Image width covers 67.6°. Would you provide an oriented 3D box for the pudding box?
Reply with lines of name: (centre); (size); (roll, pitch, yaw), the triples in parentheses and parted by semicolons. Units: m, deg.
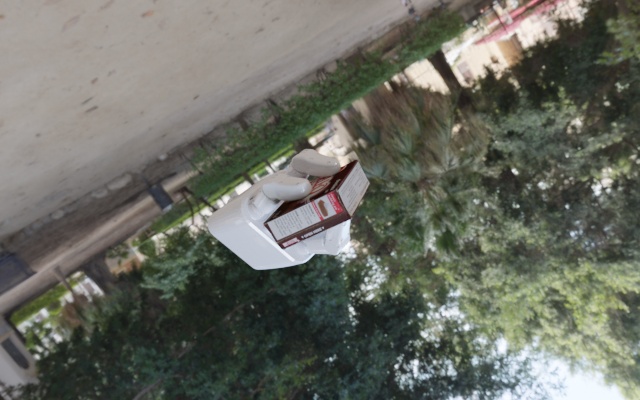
pudding box: (0.000, 0.002, 0.521); (0.090, 0.039, 0.113); (-26, 13, 22)
